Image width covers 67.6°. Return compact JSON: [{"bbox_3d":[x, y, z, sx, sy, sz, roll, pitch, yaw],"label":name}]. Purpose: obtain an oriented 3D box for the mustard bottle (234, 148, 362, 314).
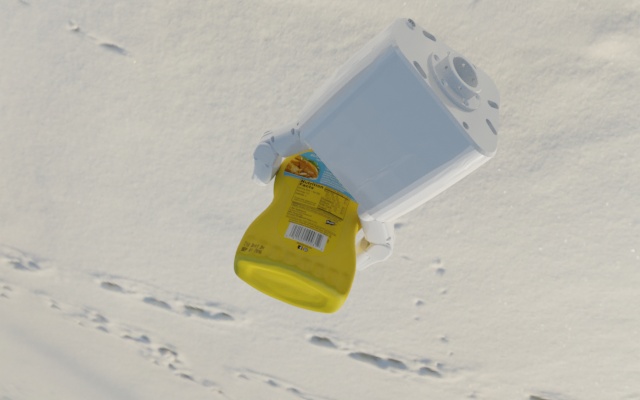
[{"bbox_3d":[0.000,0.002,0.437,0.096,0.191,0.058,21,-40,1],"label":"mustard bottle"}]
